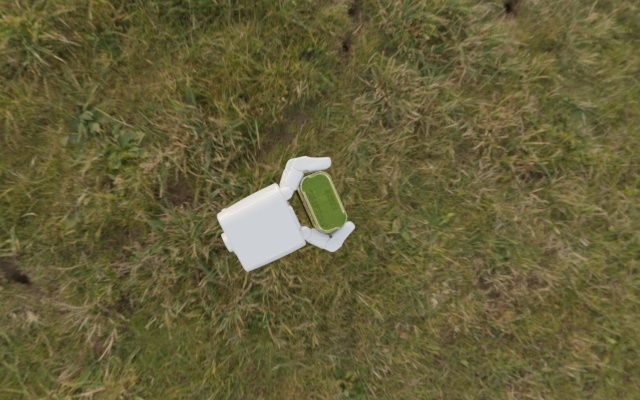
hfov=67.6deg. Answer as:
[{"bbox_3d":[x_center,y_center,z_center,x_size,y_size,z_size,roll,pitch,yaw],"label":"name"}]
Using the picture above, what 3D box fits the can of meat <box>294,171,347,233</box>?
[{"bbox_3d":[0.000,0.003,0.781,0.057,0.102,0.084,-24,3,-6],"label":"can of meat"}]
